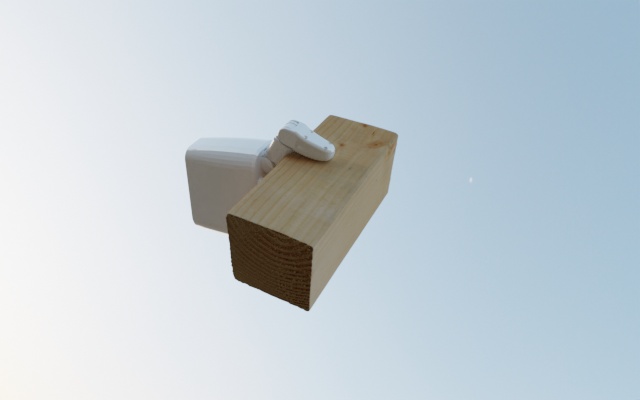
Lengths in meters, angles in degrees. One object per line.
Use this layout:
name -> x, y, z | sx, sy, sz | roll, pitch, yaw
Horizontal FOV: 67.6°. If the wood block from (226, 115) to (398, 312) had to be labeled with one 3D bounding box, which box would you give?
wood block -> 0.000, 0.001, 0.506 | 0.090, 0.091, 0.206 | 20, 43, 19
